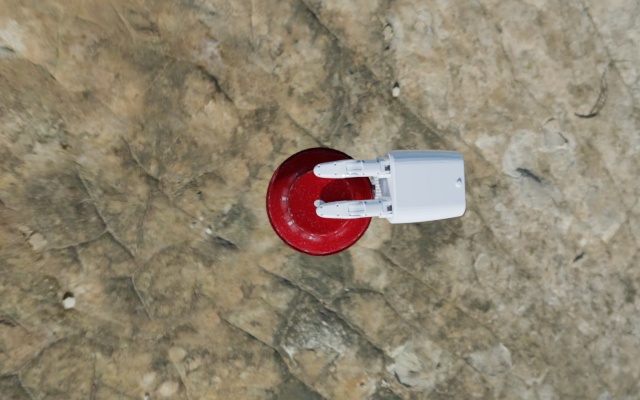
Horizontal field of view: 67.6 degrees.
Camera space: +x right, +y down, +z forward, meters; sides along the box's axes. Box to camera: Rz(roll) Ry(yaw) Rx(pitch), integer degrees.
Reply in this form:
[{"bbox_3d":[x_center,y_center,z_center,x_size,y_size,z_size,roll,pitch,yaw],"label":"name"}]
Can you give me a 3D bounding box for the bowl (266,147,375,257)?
[{"bbox_3d":[-0.001,0.003,0.679,0.162,0.162,0.055,0,1,-1],"label":"bowl"}]
